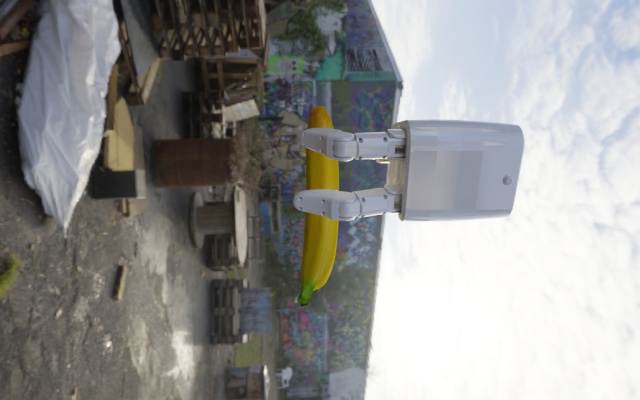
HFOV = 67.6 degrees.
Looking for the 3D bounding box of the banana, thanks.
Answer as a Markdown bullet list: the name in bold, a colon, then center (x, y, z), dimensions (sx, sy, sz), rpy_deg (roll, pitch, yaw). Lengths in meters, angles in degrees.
- **banana**: center (0.001, 0.005, 0.497), dimensions (0.037, 0.198, 0.069), rpy_deg (2, 0, 2)
